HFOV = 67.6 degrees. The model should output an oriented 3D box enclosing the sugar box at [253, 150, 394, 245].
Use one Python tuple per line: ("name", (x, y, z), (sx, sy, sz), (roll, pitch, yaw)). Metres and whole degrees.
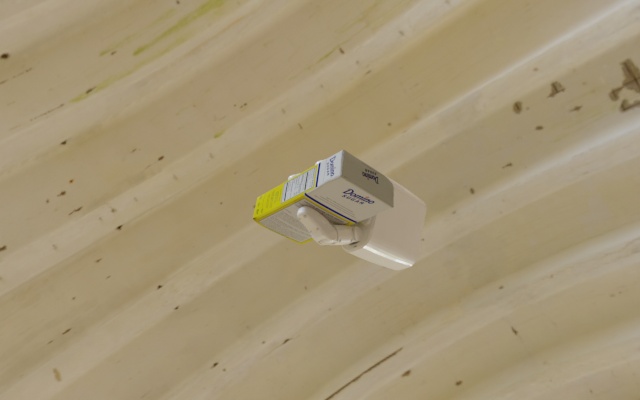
("sugar box", (0.000, 0.002, 0.624), (0.093, 0.048, 0.176), (29, -39, -33))
